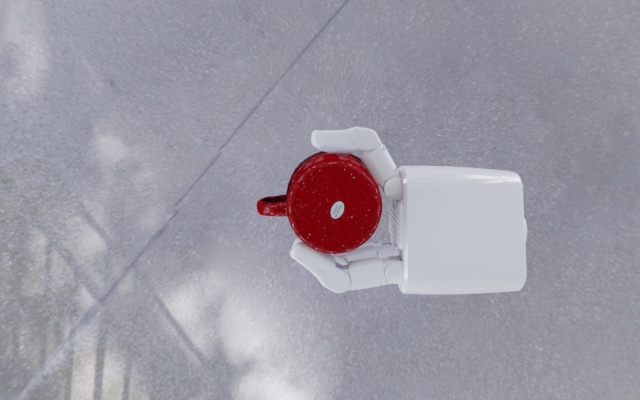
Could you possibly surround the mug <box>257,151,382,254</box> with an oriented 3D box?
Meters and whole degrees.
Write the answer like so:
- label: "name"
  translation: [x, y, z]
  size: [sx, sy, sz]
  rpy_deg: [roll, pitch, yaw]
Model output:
- label: "mug"
  translation: [-0.001, 0.001, 0.435]
  size: [0.117, 0.093, 0.081]
  rpy_deg: [-1, 7, 1]
